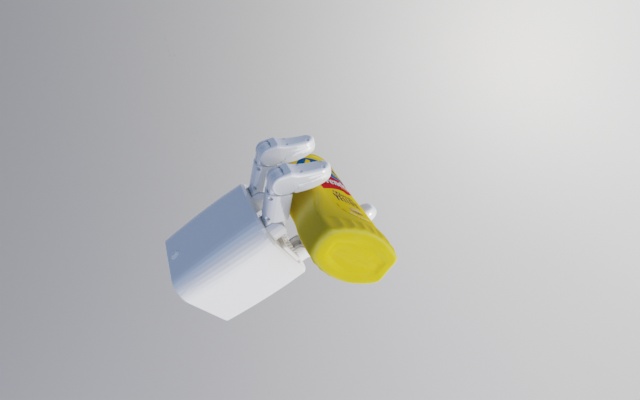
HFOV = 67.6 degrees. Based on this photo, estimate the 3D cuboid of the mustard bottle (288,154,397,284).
[{"bbox_3d":[0.000,0.002,0.499,0.096,0.058,0.191,24,20,-35],"label":"mustard bottle"}]
